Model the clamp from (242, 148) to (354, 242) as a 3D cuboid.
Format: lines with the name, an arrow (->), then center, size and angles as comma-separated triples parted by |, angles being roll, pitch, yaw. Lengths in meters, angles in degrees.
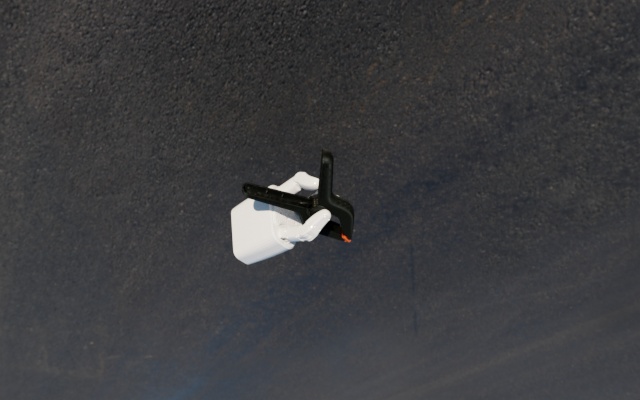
clamp -> 0.000, 0.004, 0.779 | 0.164, 0.036, 0.210 | -26, -47, 32
